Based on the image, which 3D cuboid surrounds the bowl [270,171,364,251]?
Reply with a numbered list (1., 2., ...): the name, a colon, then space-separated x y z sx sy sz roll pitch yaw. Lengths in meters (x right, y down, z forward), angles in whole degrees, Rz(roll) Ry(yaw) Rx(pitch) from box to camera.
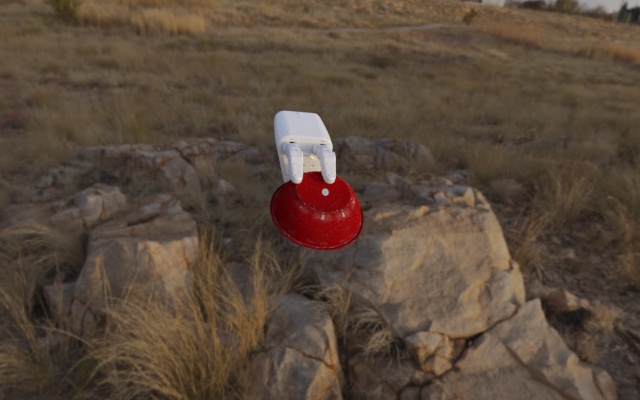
1. bowl: 0.001 0.003 0.784 0.162 0.162 0.055 0 -41 -16
